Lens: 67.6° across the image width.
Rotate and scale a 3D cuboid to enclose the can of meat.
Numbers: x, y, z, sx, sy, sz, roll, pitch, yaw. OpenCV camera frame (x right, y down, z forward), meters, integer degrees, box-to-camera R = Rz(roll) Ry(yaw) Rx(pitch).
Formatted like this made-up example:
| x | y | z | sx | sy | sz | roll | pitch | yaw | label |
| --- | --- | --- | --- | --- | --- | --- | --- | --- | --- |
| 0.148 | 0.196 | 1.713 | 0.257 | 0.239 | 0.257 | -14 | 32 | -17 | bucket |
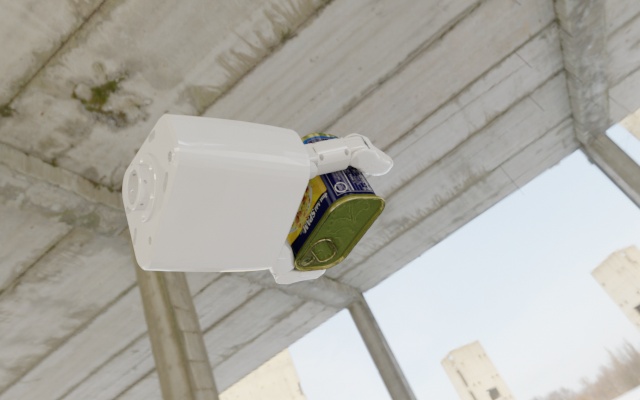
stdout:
| x | y | z | sx | sy | sz | roll | pitch | yaw | label |
| --- | --- | --- | --- | --- | --- | --- | --- | --- | --- |
| 0.000 | 0.001 | 0.440 | 0.057 | 0.084 | 0.102 | 0 | -42 | -36 | can of meat |
